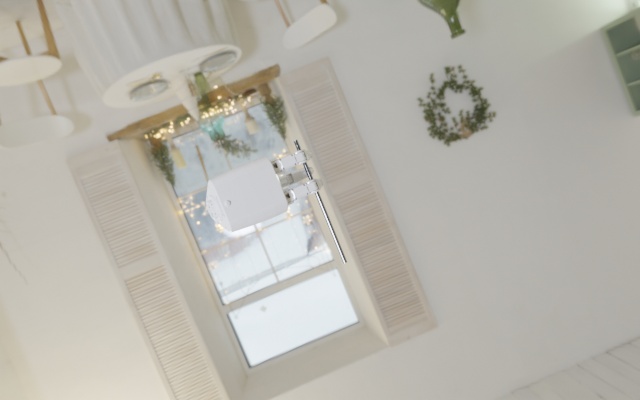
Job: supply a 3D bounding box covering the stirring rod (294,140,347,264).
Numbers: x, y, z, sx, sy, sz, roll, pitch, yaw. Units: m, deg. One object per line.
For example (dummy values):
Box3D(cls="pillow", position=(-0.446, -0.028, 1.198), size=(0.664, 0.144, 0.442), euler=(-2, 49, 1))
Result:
Box3D(cls="stirring rod", position=(0.000, 0.003, 0.868), size=(0.011, 0.239, 0.011), euler=(-22, 3, 1))
